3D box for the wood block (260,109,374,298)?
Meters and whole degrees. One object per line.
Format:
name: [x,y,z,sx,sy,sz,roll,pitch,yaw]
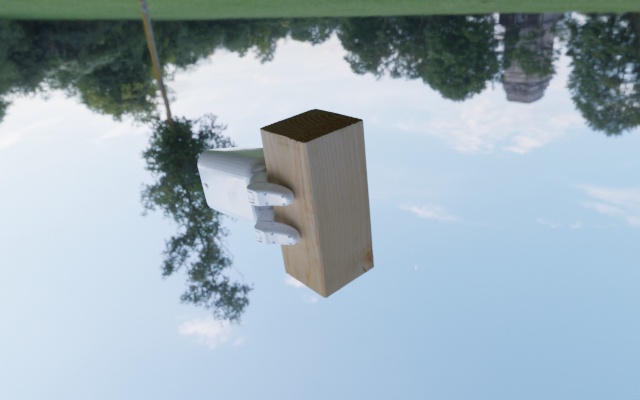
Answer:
wood block: [0.000,0.002,0.597,0.091,0.206,0.090,-27,33,-33]
